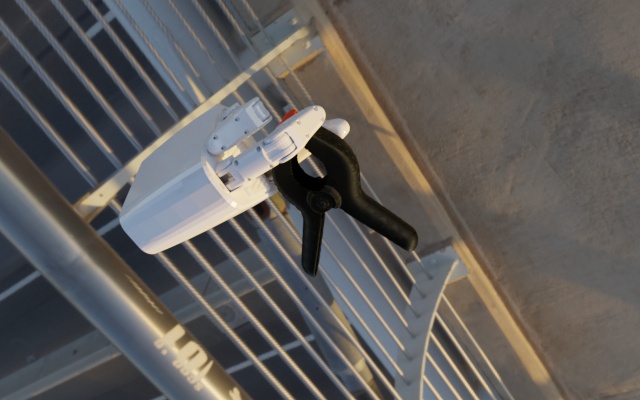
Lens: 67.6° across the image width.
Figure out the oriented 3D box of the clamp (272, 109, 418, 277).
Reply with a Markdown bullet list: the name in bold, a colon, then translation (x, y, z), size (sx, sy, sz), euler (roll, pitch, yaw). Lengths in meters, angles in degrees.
- **clamp**: translation (0.000, 0.002, 0.444), size (0.120, 0.171, 0.039), euler (-29, 19, 20)
